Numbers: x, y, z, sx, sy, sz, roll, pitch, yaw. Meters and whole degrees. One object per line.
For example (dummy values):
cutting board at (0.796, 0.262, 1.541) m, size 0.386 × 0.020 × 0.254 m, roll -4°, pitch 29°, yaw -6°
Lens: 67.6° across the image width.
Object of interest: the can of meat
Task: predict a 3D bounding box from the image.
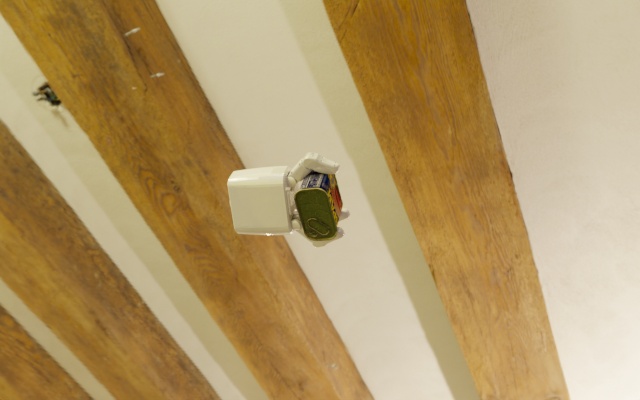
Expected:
can of meat at (0.000, 0.002, 0.803) m, size 0.057 × 0.102 × 0.084 m, roll -6°, pitch 31°, yaw 16°
